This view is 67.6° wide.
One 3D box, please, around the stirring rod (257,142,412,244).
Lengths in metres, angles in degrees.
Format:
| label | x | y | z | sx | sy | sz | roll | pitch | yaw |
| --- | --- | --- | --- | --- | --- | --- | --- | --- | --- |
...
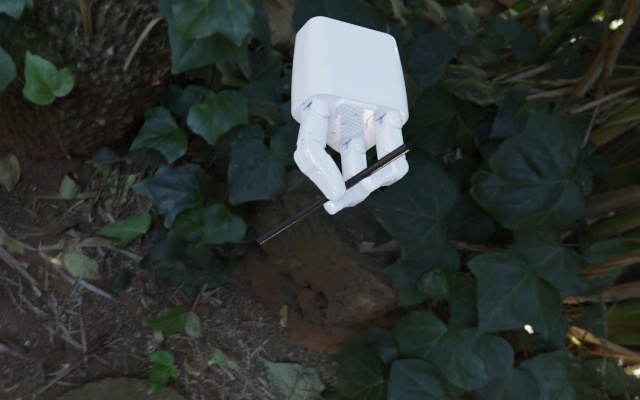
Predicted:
| label | x | y | z | sx | sy | sz | roll | pitch | yaw |
| --- | --- | --- | --- | --- | --- | --- | --- | --- | --- |
| stirring rod | 0.000 | 0.002 | 0.471 | 0.011 | 0.011 | 0.239 | 0 | -22 | -40 |
